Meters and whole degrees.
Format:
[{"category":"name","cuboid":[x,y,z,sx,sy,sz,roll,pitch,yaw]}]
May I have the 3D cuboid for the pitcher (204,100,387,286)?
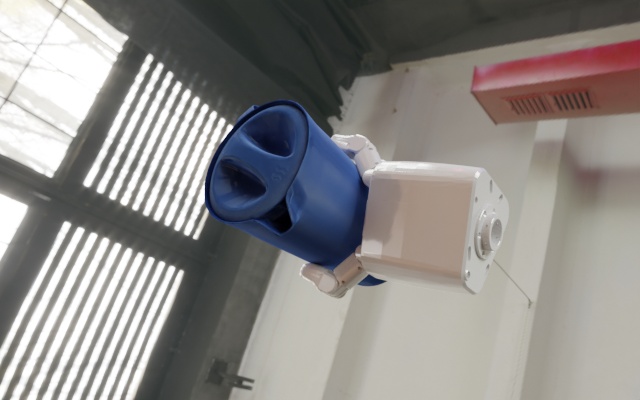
[{"category":"pitcher","cuboid":[0.000,0.002,0.535,0.145,0.149,0.243,5,-22,41]}]
